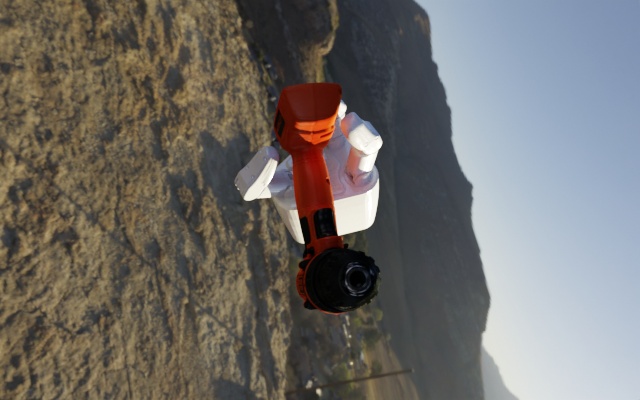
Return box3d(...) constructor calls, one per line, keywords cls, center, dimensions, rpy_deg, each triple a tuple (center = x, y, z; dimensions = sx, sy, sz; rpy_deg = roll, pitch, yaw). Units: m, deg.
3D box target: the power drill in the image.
box3d(cls="power drill", center=(0.000, 0.001, 0.407), dimensions=(0.057, 0.187, 0.184), rpy_deg=(-5, -10, -12))
